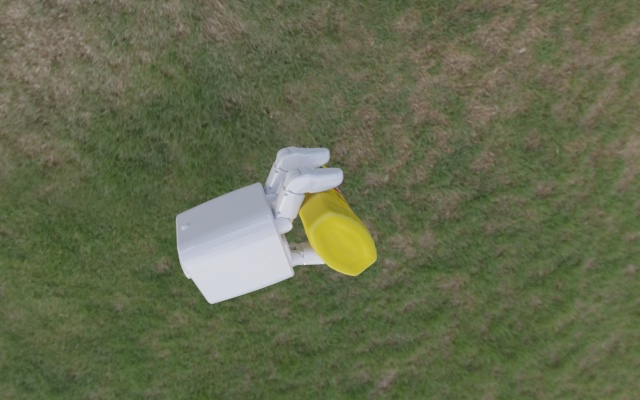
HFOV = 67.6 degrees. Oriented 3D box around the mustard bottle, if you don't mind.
[{"bbox_3d":[0.000,0.002,0.574,0.096,0.058,0.191,45,9,-33],"label":"mustard bottle"}]
